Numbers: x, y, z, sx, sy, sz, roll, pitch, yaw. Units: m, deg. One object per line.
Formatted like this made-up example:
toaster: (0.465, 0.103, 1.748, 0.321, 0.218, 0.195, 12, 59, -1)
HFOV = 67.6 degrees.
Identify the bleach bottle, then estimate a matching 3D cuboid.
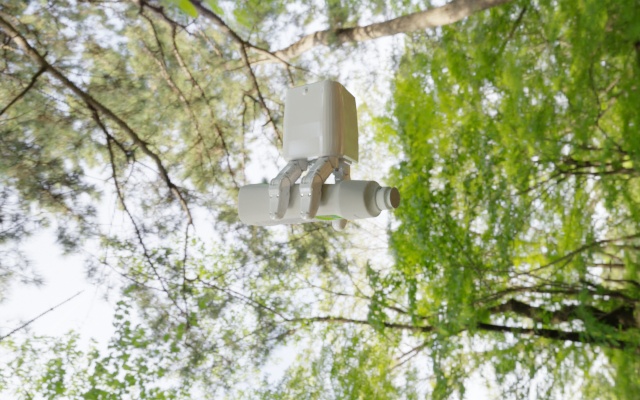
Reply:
bleach bottle: (0.000, 0.002, 0.689, 0.251, 0.068, 0.102, -3, -4, 37)
